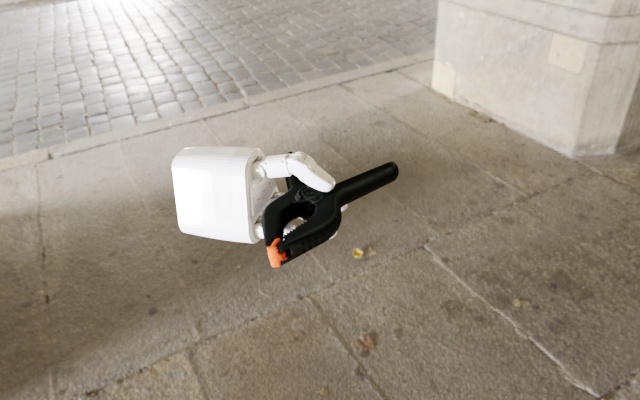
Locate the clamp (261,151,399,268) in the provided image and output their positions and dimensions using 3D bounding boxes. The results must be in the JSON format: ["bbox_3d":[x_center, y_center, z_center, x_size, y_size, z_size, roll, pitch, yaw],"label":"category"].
[{"bbox_3d":[0.000,0.002,0.574,0.164,0.036,0.209,3,36,18],"label":"clamp"}]
